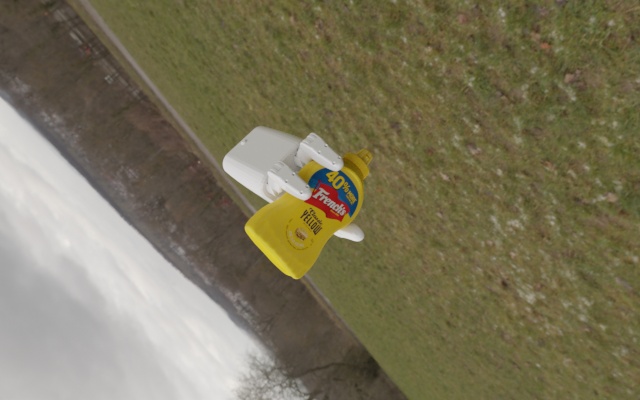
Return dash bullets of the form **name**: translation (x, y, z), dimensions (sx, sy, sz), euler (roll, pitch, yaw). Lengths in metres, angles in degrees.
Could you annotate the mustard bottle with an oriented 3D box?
- **mustard bottle**: translation (0.000, 0.002, 0.618), dimensions (0.191, 0.096, 0.058), euler (-46, 21, -17)
